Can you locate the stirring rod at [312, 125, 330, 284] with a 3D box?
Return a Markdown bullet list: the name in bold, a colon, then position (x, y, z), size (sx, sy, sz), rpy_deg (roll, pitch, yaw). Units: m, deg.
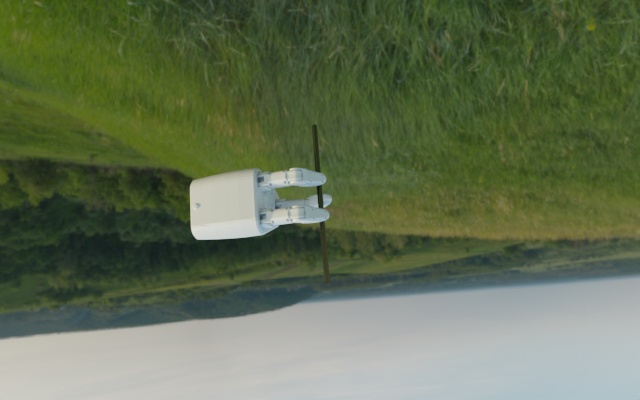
- **stirring rod**: position (0.000, 0.002, 0.707), size (0.011, 0.239, 0.011), rpy_deg (-5, -12, -1)
